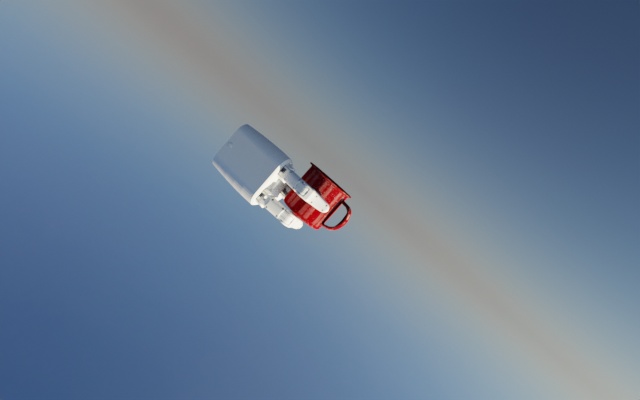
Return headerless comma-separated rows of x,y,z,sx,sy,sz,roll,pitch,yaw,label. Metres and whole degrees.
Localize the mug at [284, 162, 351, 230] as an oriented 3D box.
0.001,0.004,0.813,0.117,0.081,0.093,43,5,18,mug
